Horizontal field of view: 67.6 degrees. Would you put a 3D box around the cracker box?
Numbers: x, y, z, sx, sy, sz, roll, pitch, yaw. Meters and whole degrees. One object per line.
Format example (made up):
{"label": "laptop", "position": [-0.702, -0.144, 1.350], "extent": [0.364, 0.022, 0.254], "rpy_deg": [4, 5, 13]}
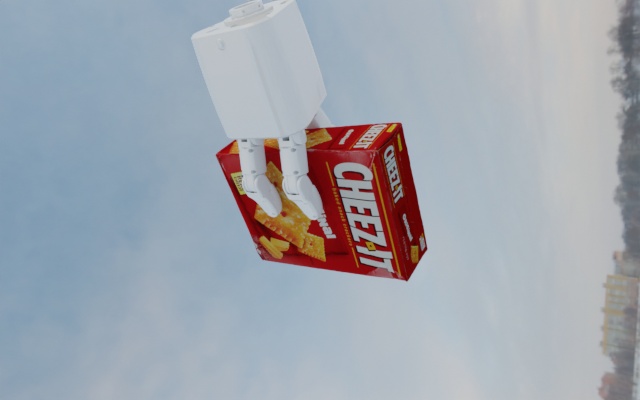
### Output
{"label": "cracker box", "position": [0.000, 0.002, 0.555], "extent": [0.213, 0.164, 0.072], "rpy_deg": [3, 35, 34]}
